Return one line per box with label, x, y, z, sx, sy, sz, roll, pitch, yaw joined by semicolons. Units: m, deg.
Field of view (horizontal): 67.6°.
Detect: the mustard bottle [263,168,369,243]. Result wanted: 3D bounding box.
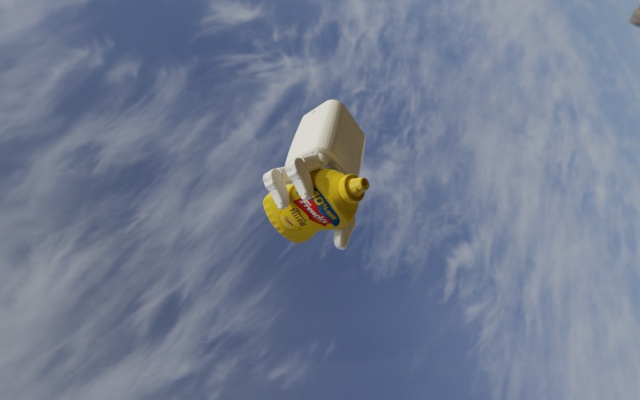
mustard bottle;0.000;0.003;0.718;0.192;0.096;0.058;-23;18;46
